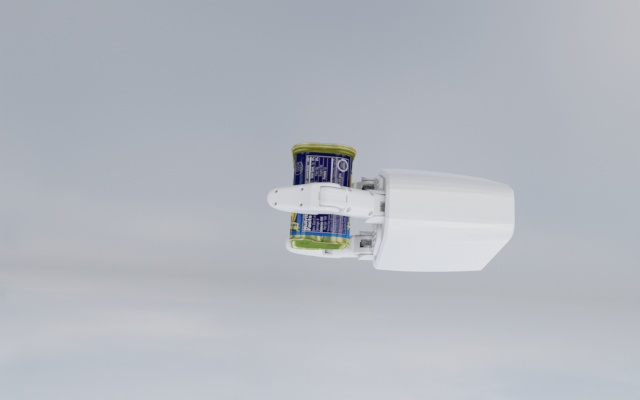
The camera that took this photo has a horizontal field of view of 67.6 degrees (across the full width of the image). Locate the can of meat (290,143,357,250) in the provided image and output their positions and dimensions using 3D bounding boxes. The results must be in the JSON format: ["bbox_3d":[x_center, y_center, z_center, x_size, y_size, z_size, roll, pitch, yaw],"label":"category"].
[{"bbox_3d":[0.000,0.002,0.443,0.057,0.084,0.102,3,-10,-2],"label":"can of meat"}]
